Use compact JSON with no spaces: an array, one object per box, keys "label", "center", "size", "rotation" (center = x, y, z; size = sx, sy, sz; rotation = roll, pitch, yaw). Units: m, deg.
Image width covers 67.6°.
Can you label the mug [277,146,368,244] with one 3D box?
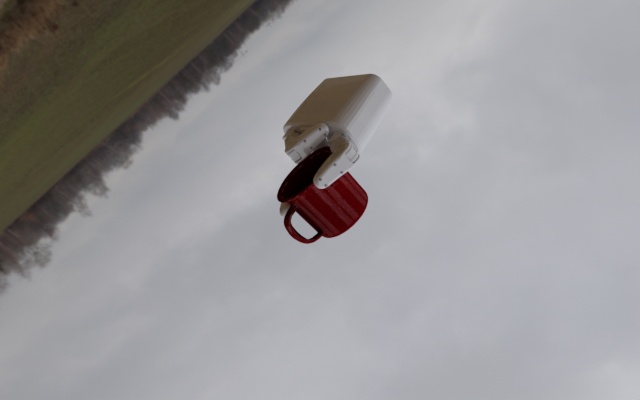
[{"label":"mug","center":[0.000,0.003,0.596],"size":[0.081,0.117,0.093],"rotation":[45,-28,-22]}]
